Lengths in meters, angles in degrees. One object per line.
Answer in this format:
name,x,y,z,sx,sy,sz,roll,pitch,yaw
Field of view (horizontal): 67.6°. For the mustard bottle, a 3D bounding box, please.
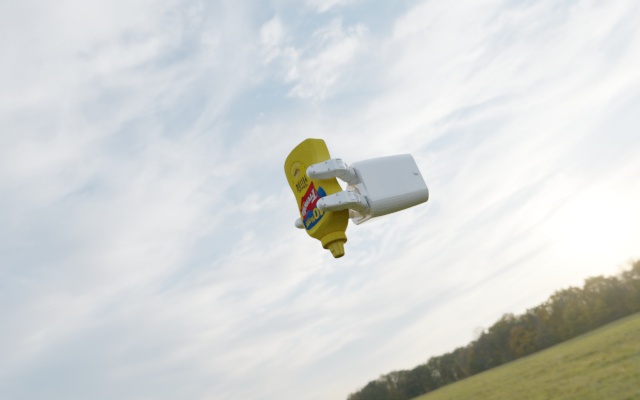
mustard bottle,0.000,0.002,0.758,0.058,0.191,0.096,0,-31,-37
